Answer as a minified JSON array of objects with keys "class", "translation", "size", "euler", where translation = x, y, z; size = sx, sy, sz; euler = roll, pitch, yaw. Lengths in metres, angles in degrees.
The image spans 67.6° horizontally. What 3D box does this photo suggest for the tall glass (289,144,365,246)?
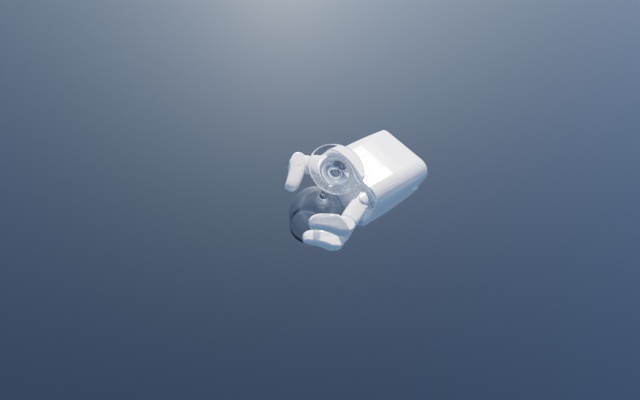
[{"class":"tall glass","translation":[0.000,0.002,0.691],"size":[0.079,0.079,0.201],"euler":[0,-26,-14]}]
